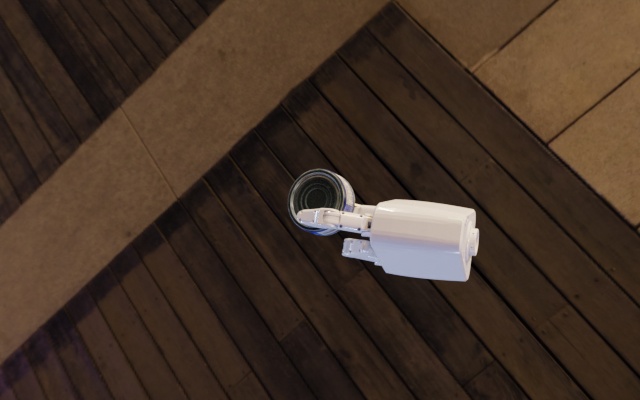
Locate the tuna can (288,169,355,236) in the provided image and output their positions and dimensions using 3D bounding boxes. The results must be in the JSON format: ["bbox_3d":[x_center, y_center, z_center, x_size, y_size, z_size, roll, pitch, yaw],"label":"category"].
[{"bbox_3d":[0.000,0.002,0.631,0.086,0.086,0.034,0,-11,27],"label":"tuna can"}]
